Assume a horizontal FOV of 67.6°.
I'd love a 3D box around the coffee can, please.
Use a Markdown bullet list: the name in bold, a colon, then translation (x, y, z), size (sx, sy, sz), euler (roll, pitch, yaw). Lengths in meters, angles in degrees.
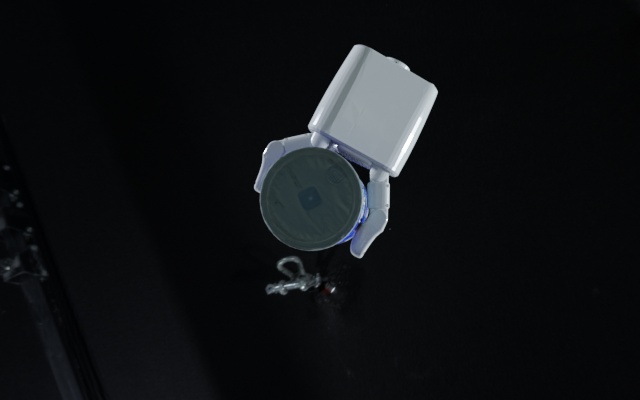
- **coffee can**: translation (0.000, 0.002, 0.535), size (0.103, 0.103, 0.140), euler (0, -3, 8)
